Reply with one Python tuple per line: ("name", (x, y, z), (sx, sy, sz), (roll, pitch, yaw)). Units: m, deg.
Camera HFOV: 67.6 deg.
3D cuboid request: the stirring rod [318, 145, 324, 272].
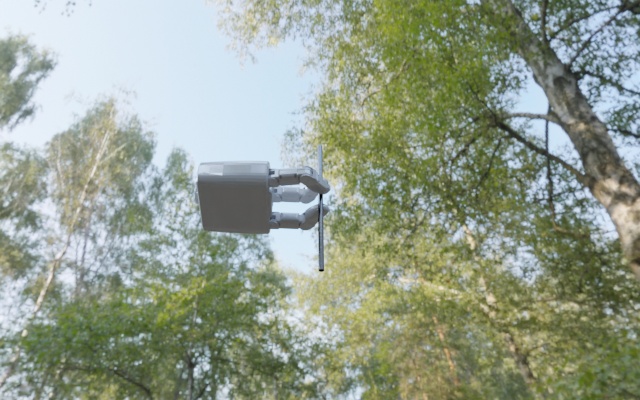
("stirring rod", (0.000, 0.002, 0.728), (0.011, 0.239, 0.011), (0, -39, 0))
